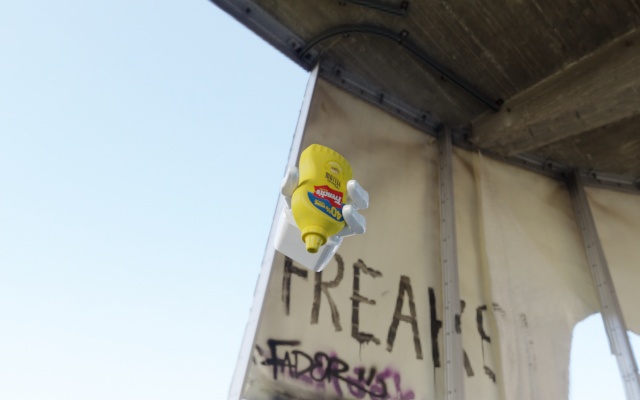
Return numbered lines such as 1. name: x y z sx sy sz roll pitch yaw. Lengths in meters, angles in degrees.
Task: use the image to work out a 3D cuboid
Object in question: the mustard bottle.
1. mustard bottle: 0.000 0.002 0.774 0.096 0.191 0.058 34 -44 -26
